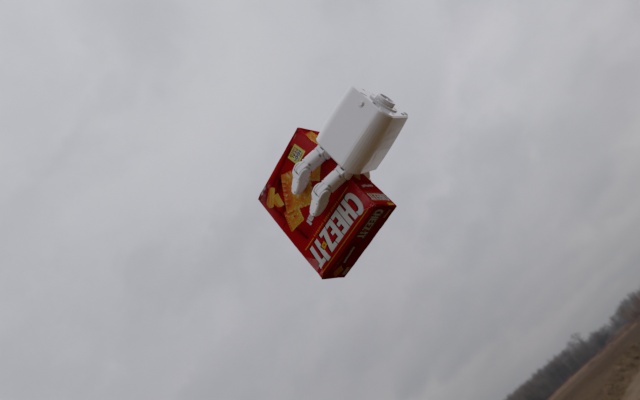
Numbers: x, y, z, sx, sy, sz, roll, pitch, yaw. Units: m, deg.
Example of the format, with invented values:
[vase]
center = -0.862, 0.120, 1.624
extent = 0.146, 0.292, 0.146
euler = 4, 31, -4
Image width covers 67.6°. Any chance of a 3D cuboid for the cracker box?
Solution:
[cracker box]
center = 0.000, 0.003, 0.819
extent = 0.072, 0.164, 0.213
euler = 3, 38, -49
